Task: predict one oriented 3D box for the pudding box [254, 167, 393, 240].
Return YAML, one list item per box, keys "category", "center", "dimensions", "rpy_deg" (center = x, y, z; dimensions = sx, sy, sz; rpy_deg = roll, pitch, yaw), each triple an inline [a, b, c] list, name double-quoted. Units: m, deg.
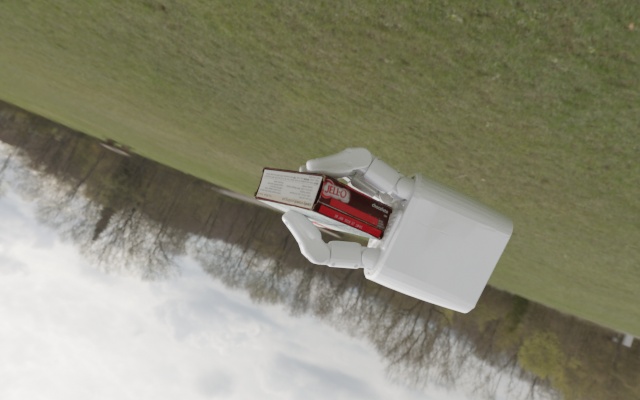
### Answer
- category: "pudding box"
  center: [0.000, 0.002, 0.471]
  dimensions: [0.090, 0.039, 0.113]
  rpy_deg: [25, -10, -35]
